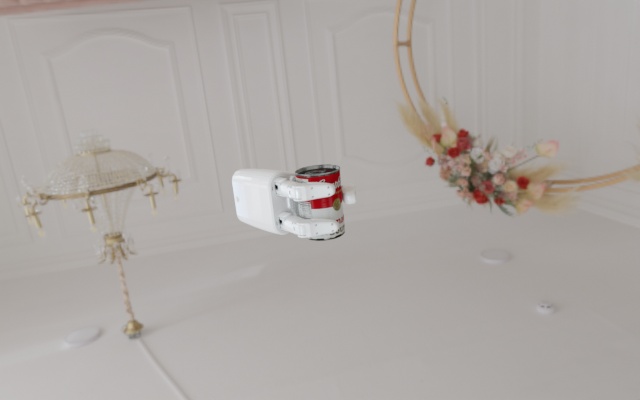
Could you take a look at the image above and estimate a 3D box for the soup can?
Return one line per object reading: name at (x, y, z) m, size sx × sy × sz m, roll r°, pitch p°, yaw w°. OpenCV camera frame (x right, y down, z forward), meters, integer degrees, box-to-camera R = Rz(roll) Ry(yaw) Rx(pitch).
soup can at (0.001, 0.003, 0.721) m, size 0.068 × 0.102 × 0.068 m, roll -5°, pitch 15°, yaw 1°
